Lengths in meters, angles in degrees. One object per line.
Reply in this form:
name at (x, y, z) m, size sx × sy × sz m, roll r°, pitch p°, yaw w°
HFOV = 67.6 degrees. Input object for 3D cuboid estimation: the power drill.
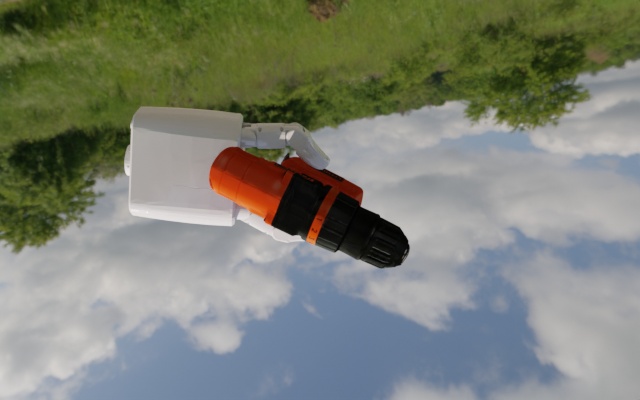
power drill at (0.000, 0.001, 0.479) m, size 0.184 × 0.057 × 0.187 m, roll 27°, pitch 6°, yaw 5°
